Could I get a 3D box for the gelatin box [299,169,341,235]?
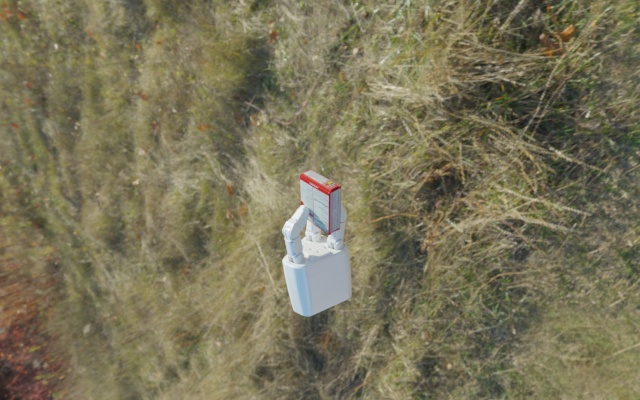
[{"bbox_3d":[0.000,0.002,0.792,0.030,0.089,0.073,-29,44,-33],"label":"gelatin box"}]
